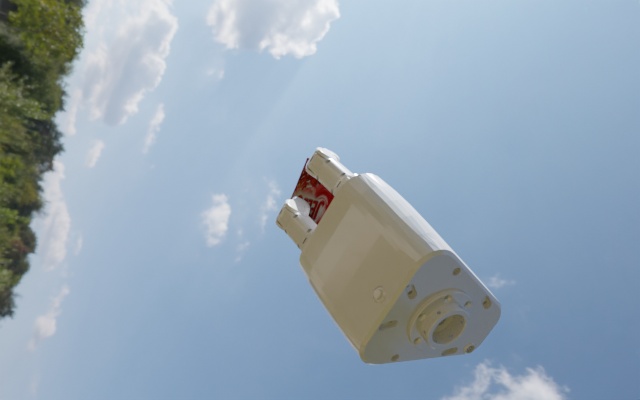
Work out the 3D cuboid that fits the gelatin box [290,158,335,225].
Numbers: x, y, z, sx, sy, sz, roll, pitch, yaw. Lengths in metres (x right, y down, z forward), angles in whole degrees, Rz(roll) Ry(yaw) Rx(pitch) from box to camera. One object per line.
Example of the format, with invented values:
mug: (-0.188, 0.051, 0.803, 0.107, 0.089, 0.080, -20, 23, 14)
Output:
gelatin box: (0.000, 0.002, 0.472, 0.030, 0.073, 0.089, 21, 4, -28)
